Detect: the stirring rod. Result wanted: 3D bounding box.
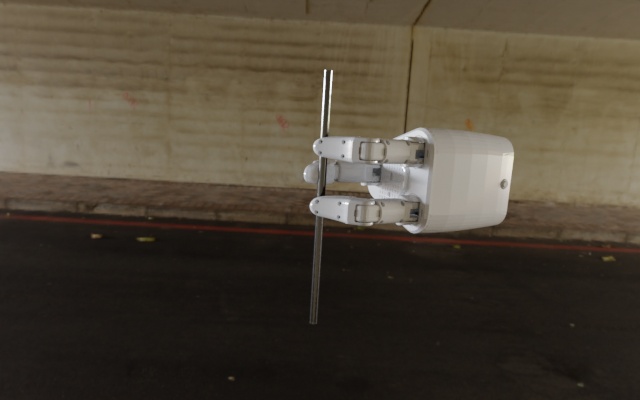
[{"bbox_3d":[0.000,0.002,0.450,0.011,0.239,0.011,3,9,-1],"label":"stirring rod"}]
